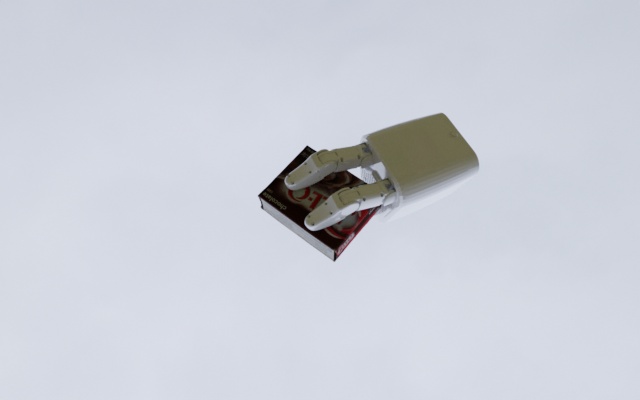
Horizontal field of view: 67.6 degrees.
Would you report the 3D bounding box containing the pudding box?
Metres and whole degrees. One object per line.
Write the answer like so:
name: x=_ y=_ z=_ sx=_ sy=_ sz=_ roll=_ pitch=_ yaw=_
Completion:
pudding box: x=0.000 y=0.002 z=0.545 sx=0.113 sy=0.090 sz=0.039 roll=33 pitch=-26 yaw=19
